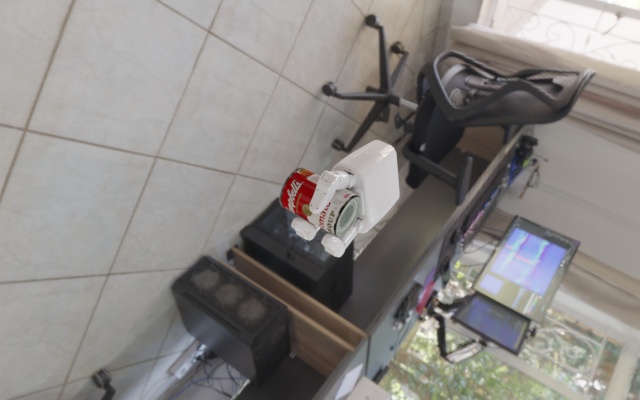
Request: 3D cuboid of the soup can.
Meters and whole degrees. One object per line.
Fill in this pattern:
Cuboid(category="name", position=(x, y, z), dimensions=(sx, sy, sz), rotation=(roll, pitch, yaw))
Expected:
Cuboid(category="soup can", position=(0.000, 0.003, 0.702), dimensions=(0.102, 0.068, 0.068), rotation=(28, 12, 25))
